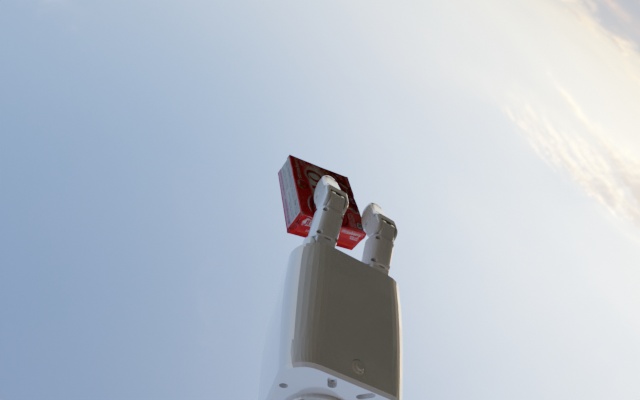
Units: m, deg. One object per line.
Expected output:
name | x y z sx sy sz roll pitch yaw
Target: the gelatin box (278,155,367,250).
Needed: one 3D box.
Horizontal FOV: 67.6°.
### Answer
gelatin box | 0.000 0.002 0.469 0.073 0.030 0.089 19 35 -27
